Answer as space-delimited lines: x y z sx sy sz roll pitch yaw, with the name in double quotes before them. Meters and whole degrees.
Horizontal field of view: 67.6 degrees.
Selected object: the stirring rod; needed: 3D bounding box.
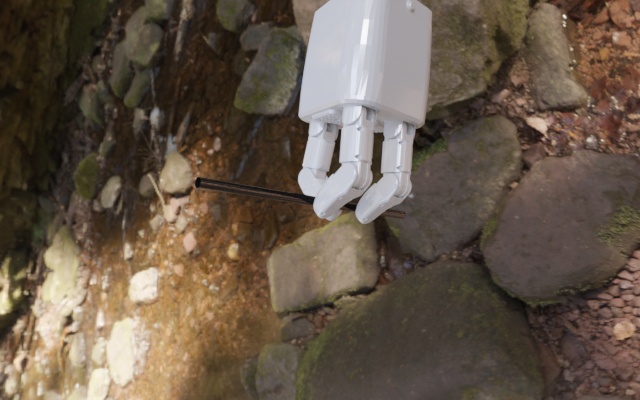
"stirring rod" 0.000 0.001 0.418 0.239 0.011 0.011 9 -6 -43
